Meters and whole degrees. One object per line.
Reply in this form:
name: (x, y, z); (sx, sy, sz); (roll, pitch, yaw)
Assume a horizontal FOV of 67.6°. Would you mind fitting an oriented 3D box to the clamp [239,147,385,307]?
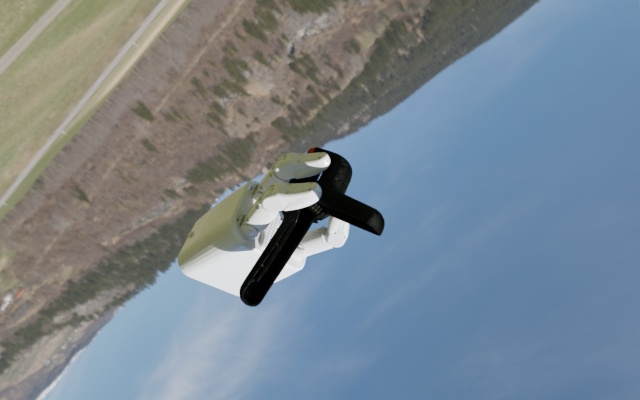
clamp: (0.000, 0.002, 0.501); (0.164, 0.036, 0.209); (-28, 30, 30)
